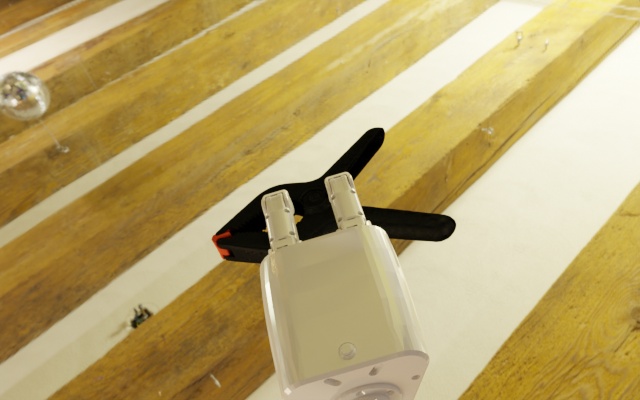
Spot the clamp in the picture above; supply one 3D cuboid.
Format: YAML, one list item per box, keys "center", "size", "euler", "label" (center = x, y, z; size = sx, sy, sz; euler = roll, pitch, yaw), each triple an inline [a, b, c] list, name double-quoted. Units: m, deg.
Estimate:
- center: [0.000, 0.002, 0.458]
  size: [0.210, 0.036, 0.164]
  euler: [-16, 42, 0]
  label: "clamp"
